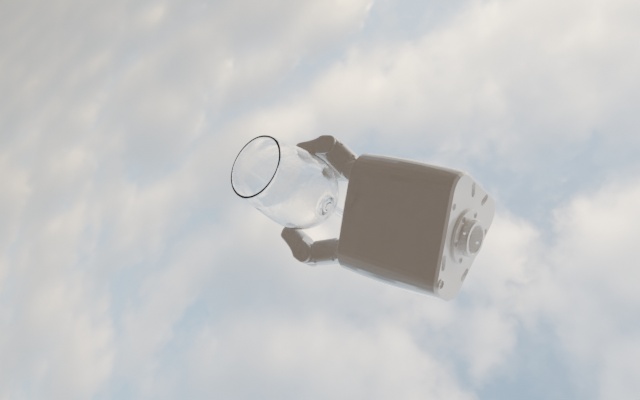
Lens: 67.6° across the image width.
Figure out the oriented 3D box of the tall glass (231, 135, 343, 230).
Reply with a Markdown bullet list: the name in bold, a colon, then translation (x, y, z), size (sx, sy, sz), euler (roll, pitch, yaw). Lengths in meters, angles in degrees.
- **tall glass**: translation (0.000, 0.002, 0.502), size (0.079, 0.079, 0.201), euler (0, -19, 40)
